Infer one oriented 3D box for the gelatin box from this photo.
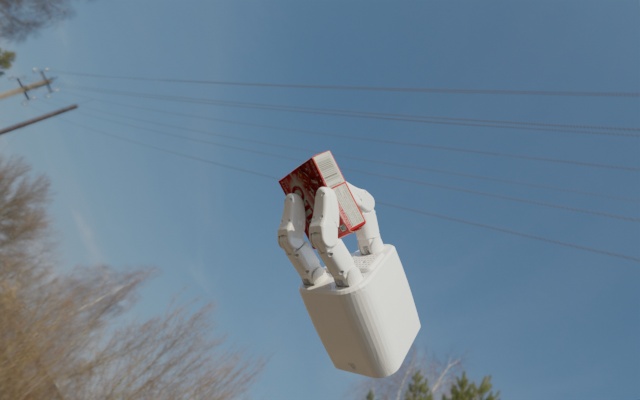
[{"bbox_3d":[0.000,0.001,0.517,0.030,0.089,0.073,-25,-3,-38],"label":"gelatin box"}]
